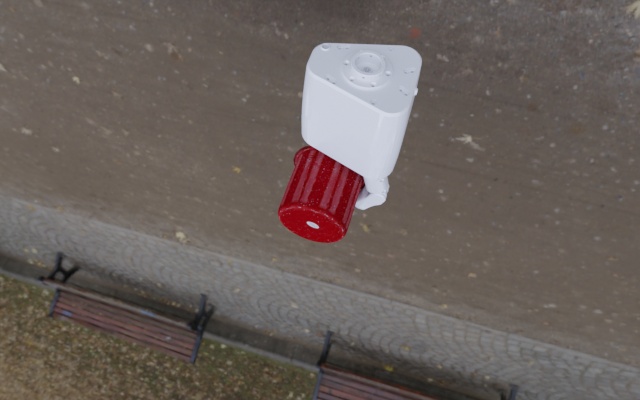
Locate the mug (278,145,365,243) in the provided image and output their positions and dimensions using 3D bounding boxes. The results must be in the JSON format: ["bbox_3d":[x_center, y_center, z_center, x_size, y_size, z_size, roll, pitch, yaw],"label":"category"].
[{"bbox_3d":[0.000,0.003,0.566,0.093,0.081,0.117,16,-29,6],"label":"mug"}]
